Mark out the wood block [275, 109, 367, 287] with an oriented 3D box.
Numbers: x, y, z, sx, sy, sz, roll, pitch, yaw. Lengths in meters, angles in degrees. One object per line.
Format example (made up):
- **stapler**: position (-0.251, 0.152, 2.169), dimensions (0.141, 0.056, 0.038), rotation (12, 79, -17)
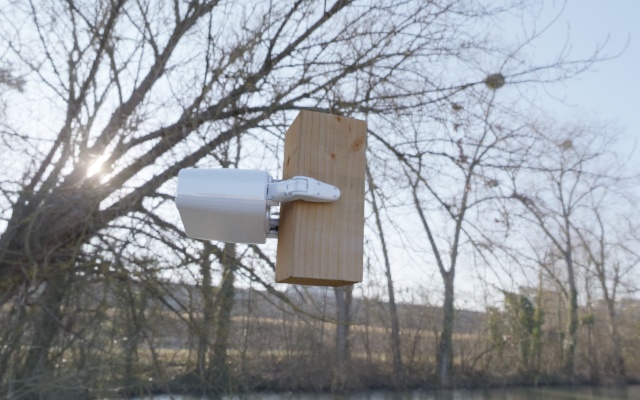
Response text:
- **wood block**: position (0.000, 0.002, 0.611), dimensions (0.090, 0.206, 0.091), rotation (7, -15, -17)
